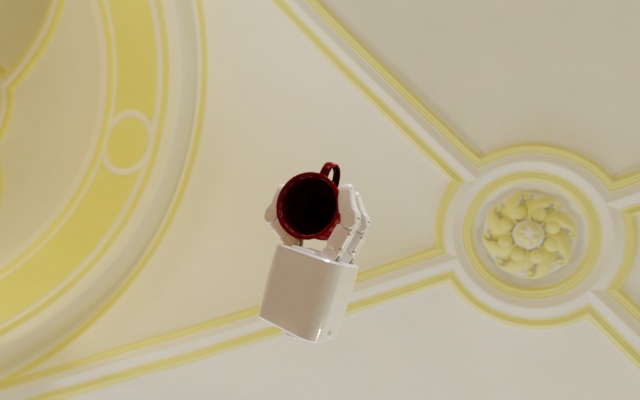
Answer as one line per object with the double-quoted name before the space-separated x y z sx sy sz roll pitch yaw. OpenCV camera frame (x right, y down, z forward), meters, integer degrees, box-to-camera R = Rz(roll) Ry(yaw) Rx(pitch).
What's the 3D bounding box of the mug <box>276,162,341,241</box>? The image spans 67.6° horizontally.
"mug" 0.001 0.001 0.677 0.093 0.117 0.081 17 -4 23
